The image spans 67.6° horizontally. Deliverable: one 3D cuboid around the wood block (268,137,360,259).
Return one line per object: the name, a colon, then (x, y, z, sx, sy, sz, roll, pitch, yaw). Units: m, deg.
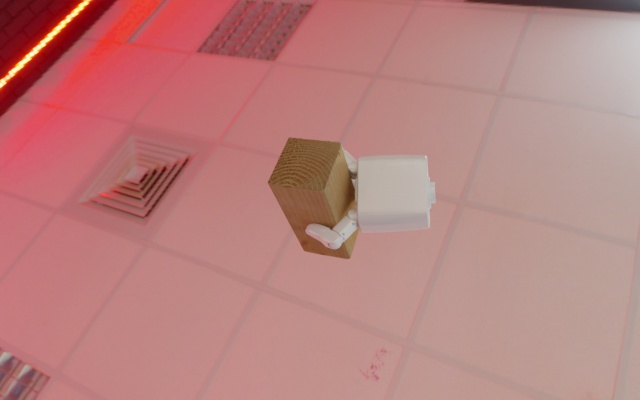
wood block: (0.000, 0.003, 0.769, 0.090, 0.090, 0.206, 8, -31, 21)
